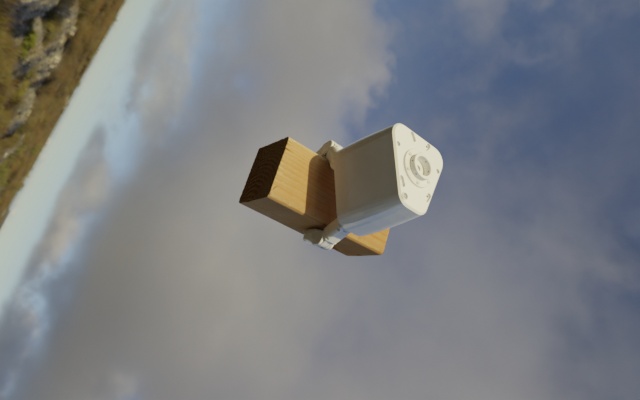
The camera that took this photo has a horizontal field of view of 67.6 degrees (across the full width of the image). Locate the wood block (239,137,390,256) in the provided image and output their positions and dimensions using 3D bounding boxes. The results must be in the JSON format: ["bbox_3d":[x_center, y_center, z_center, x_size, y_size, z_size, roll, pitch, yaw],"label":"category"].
[{"bbox_3d":[0.000,0.003,0.697,0.206,0.090,0.090,29,-21,-29],"label":"wood block"}]
